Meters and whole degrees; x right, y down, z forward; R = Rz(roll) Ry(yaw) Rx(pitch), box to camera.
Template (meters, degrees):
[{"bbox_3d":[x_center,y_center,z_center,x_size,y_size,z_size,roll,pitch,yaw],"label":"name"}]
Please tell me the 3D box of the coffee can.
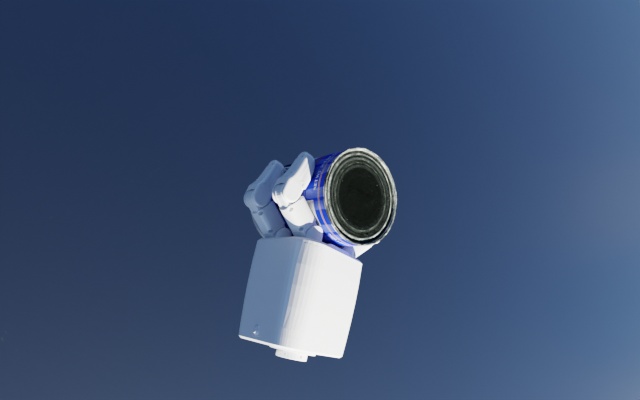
[{"bbox_3d":[0.000,0.002,0.543,0.103,0.103,0.140,0,-5,-39],"label":"coffee can"}]
